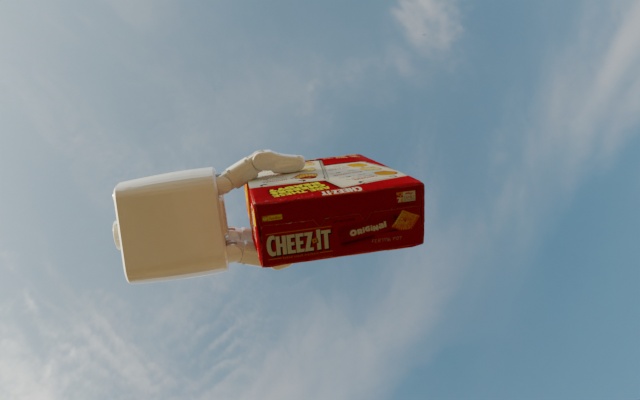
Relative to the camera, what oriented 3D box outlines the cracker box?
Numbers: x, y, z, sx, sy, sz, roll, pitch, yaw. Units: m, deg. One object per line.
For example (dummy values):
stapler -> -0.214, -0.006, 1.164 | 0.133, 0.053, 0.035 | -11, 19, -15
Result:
cracker box -> 0.000, 0.002, 0.543 | 0.164, 0.072, 0.213 | -8, 14, -10
